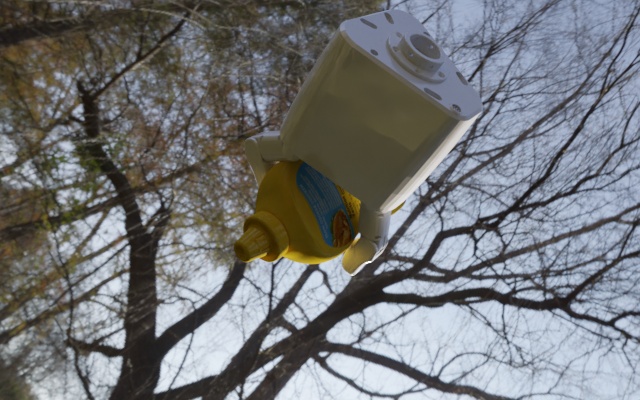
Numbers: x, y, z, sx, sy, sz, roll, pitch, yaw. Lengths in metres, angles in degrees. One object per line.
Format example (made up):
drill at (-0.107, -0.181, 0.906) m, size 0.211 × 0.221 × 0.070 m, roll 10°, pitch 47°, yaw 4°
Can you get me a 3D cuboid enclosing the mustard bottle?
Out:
mustard bottle at (0.000, 0.001, 0.426) m, size 0.058 × 0.096 × 0.191 m, roll -17°, pitch 12°, yaw 47°
